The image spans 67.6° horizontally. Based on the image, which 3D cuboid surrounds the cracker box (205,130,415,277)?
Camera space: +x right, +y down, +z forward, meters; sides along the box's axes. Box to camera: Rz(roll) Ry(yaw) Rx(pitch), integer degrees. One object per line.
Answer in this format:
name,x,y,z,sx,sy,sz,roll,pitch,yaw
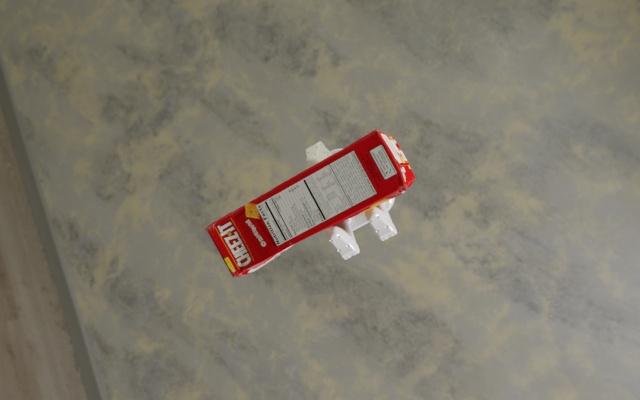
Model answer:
cracker box,0.000,0.002,0.561,0.214,0.072,0.164,-29,-2,14
